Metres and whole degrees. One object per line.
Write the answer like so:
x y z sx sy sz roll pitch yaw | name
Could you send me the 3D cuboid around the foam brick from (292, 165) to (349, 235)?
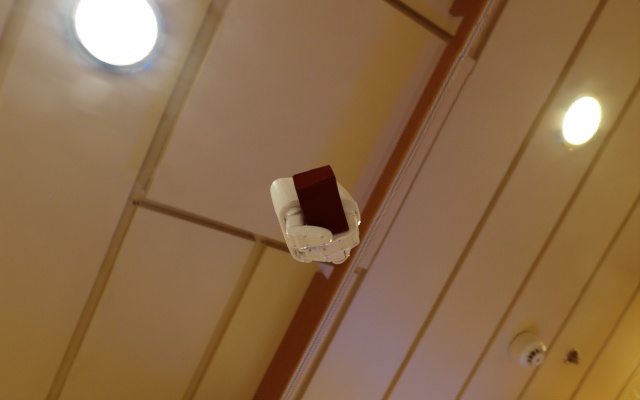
0.000 0.002 0.616 0.053 0.078 0.051 -16 27 0 | foam brick
